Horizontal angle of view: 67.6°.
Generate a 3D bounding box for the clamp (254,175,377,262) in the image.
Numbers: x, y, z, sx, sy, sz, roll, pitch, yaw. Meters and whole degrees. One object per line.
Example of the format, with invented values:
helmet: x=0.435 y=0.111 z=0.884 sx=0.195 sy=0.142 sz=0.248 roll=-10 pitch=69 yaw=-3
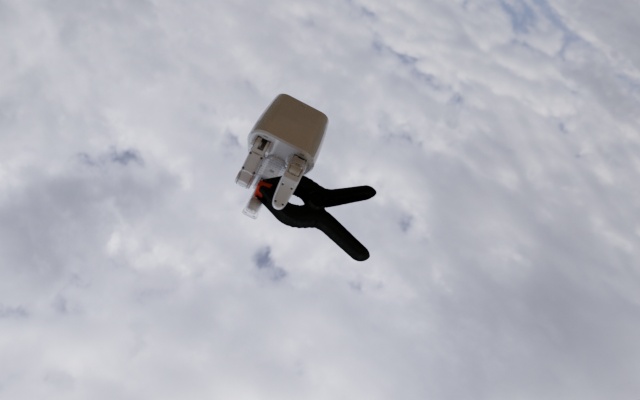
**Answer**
clamp: x=0.000 y=0.002 z=0.646 sx=0.171 sy=0.120 sz=0.039 roll=26 pitch=-44 yaw=-5
